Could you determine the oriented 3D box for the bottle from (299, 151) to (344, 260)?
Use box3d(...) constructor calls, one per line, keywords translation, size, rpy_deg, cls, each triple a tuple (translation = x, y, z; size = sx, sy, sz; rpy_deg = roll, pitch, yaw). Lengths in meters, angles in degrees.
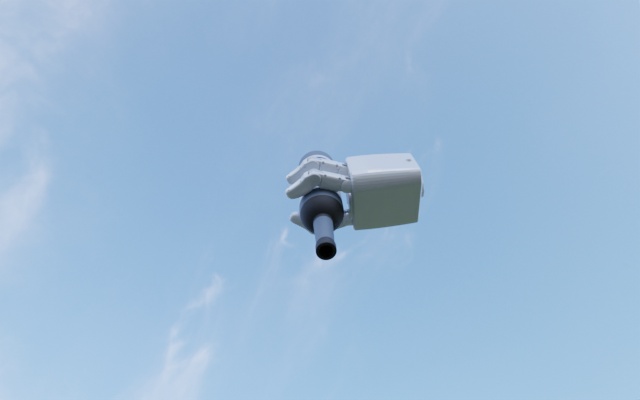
box3d(translation=(0.000, 0.002, 0.743), size=(0.069, 0.069, 0.295), rpy_deg=(0, 25, -3), cls="bottle")
